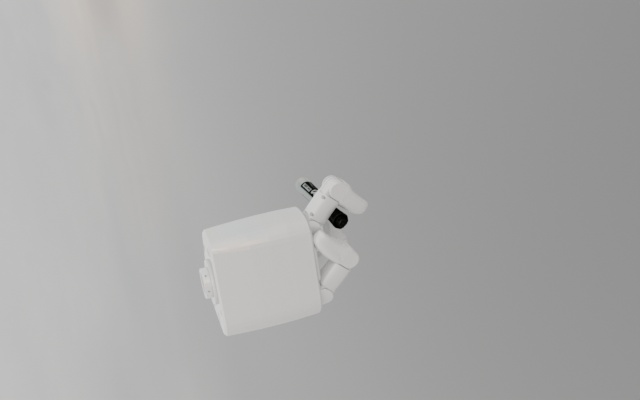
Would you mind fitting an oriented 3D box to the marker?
[{"bbox_3d":[0.000,0.002,0.556,0.020,0.020,0.121,0,22,-25],"label":"marker"}]
